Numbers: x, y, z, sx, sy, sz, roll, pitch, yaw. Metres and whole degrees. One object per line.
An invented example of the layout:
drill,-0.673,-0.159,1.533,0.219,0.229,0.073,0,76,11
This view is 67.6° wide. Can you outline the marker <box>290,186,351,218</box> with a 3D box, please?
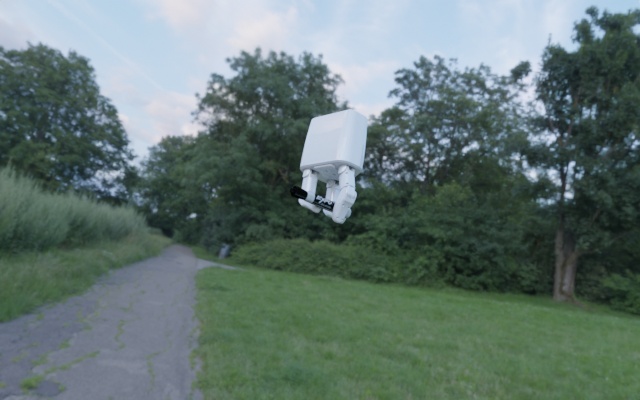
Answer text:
marker,0.000,0.003,0.798,0.121,0.020,0.020,23,-12,-32
